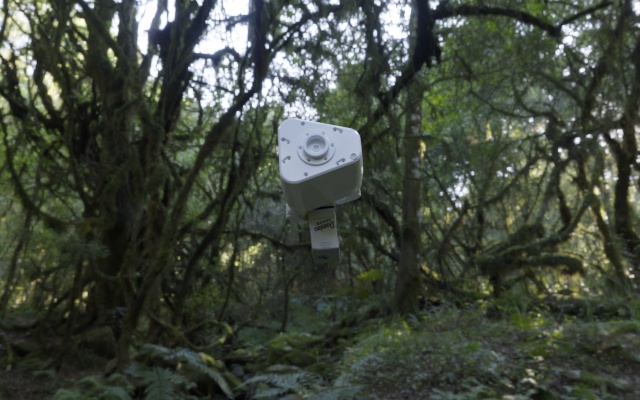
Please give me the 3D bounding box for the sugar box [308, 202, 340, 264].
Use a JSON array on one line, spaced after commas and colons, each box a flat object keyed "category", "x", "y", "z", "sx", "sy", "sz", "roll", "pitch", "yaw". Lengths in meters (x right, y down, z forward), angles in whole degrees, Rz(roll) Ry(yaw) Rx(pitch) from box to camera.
[{"category": "sugar box", "x": 0.000, "y": 0.002, "z": 0.741, "sx": 0.048, "sy": 0.176, "sz": 0.093, "roll": -4, "pitch": -20, "yaw": 2}]
